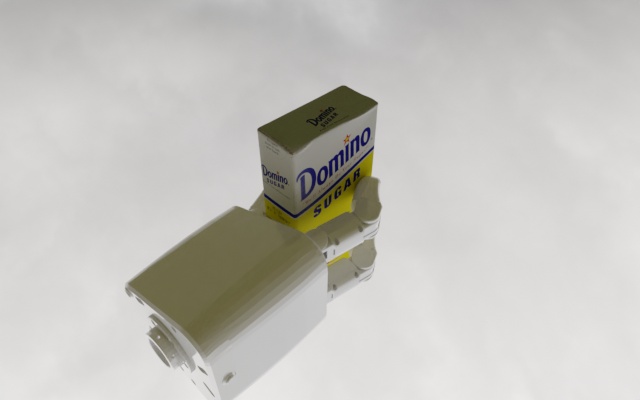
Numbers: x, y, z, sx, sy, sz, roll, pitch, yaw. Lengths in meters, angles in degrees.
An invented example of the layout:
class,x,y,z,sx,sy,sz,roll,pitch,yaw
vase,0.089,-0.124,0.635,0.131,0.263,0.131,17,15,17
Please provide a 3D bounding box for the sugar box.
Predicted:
class,x,y,z,sx,sy,sz,roll,pitch,yaw
sugar box,0.000,0.002,0.409,0.093,0.176,0.048,-34,55,-31
